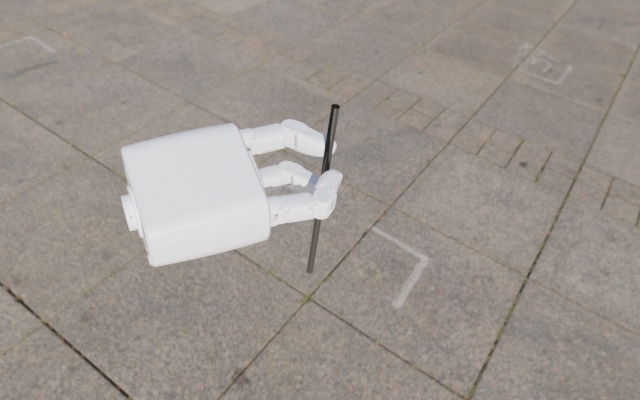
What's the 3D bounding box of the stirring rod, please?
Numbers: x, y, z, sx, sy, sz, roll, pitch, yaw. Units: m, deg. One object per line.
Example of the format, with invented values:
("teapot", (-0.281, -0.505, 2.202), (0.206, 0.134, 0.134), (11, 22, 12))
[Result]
("stirring rod", (0.000, 0.002, 0.513), (0.011, 0.240, 0.011), (5, 44, -4))
